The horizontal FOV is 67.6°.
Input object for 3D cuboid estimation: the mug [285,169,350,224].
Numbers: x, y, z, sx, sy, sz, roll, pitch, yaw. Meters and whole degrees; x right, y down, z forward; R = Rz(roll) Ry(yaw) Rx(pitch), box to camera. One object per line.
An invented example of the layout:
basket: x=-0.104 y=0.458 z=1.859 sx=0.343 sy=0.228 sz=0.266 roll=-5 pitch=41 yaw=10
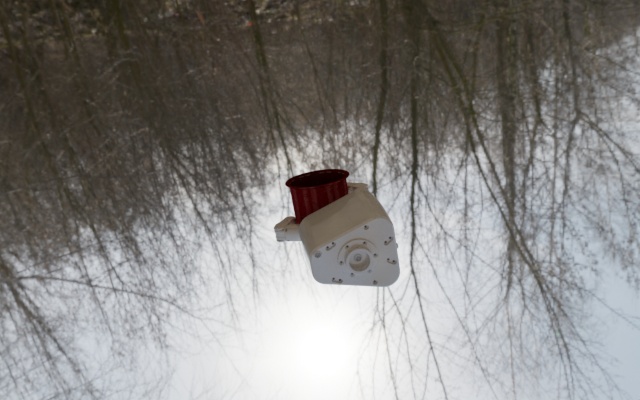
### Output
mug: x=0.000 y=0.002 z=0.703 sx=0.093 sy=0.081 sz=0.117 roll=-10 pitch=17 yaw=-3
